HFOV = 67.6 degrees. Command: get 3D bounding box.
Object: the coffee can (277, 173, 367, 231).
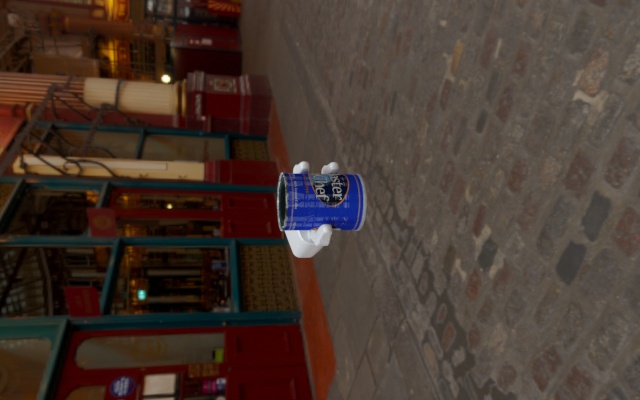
[{"bbox_3d":[0.000,0.003,0.843,0.140,0.103,0.103,0,0,-13],"label":"coffee can"}]
